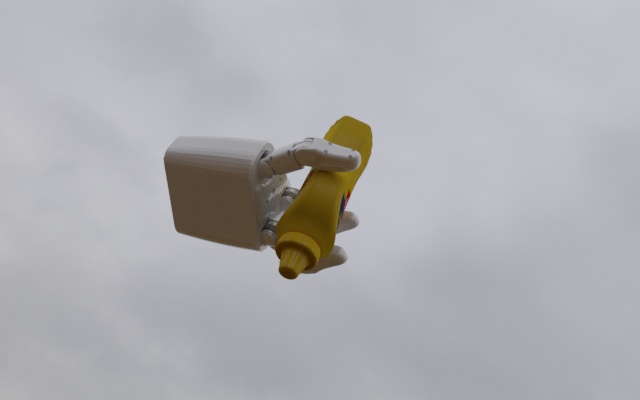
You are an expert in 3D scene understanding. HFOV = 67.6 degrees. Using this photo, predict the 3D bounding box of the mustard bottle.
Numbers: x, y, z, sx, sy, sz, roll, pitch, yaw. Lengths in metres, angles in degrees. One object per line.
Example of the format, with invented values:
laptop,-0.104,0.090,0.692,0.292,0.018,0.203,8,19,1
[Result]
mustard bottle,0.000,0.002,0.484,0.058,0.191,0.096,25,-44,1
